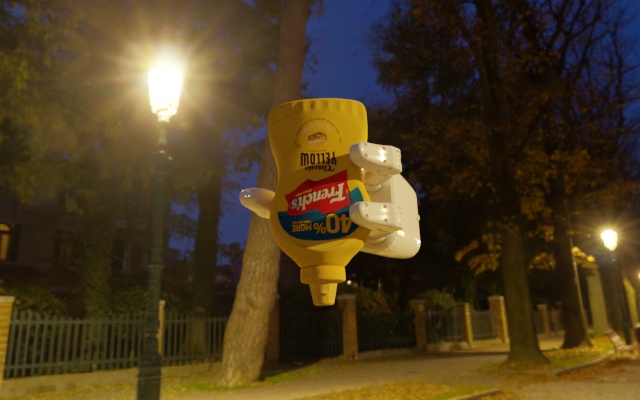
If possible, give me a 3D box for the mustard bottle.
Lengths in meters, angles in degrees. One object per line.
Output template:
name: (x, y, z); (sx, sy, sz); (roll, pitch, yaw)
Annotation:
mustard bottle: (0.000, 0.001, 0.452); (0.096, 0.191, 0.058); (-2, -14, 1)
